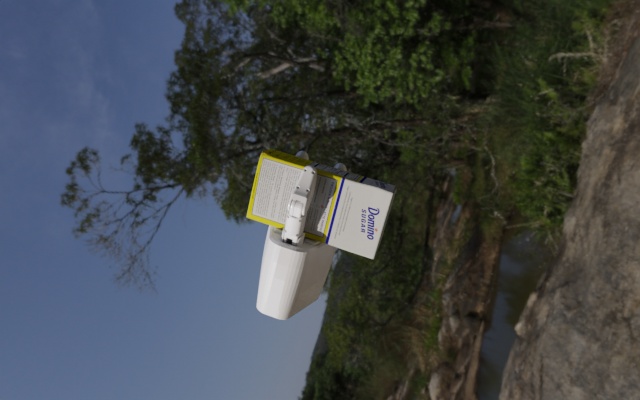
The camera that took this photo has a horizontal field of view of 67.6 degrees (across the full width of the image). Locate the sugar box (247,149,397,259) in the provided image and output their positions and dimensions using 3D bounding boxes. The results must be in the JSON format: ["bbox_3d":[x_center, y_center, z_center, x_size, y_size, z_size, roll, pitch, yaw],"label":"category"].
[{"bbox_3d":[0.000,0.002,0.614,0.176,0.093,0.048,17,18,8],"label":"sugar box"}]
